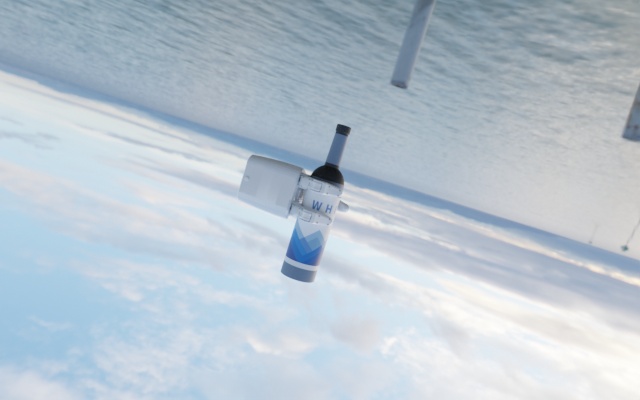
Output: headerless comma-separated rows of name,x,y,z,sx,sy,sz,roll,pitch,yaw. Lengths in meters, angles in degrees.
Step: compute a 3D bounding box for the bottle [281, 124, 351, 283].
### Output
bottle,0.000,0.003,0.888,0.069,0.296,0.069,17,4,-1
